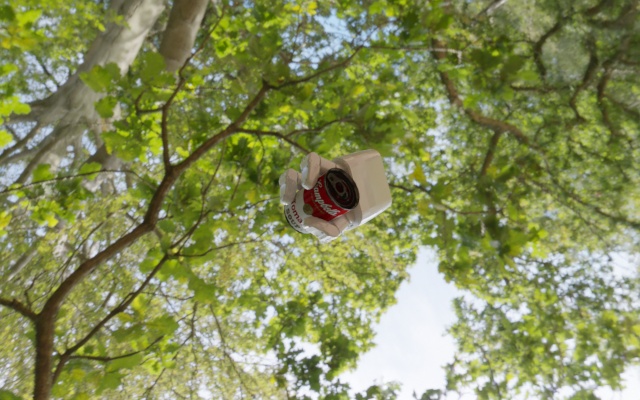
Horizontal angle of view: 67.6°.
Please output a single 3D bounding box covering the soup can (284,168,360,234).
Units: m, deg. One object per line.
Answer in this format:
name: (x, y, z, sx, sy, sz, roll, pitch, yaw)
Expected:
soup can: (0.000, 0.003, 0.726, 0.068, 0.068, 0.102, 0, -24, -45)
